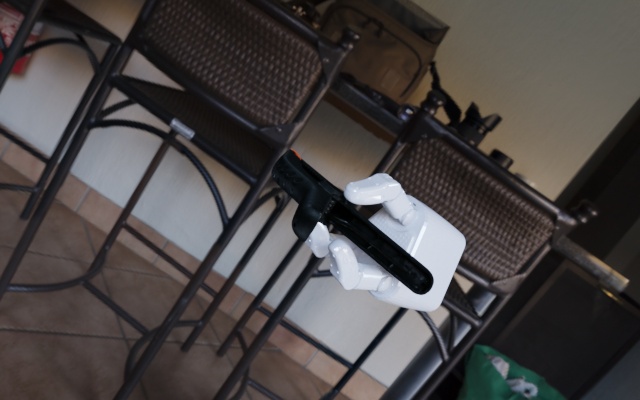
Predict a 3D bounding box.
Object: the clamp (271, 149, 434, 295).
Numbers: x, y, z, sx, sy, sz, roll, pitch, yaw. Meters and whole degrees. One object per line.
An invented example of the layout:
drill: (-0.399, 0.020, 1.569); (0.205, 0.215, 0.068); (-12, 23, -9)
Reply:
clamp: (0.000, 0.001, 0.452); (0.165, 0.036, 0.210); (28, 13, -45)
